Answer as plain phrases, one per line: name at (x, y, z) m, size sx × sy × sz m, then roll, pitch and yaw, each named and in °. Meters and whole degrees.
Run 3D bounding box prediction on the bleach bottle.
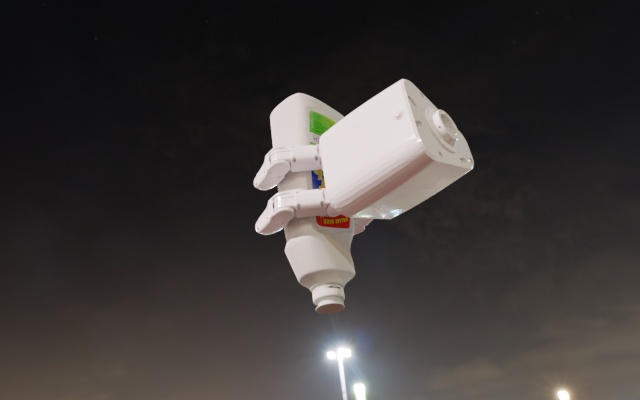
bleach bottle at (0.000, 0.002, 0.530) m, size 0.068 × 0.250 × 0.102 m, roll -32°, pitch -39°, yaw 33°
